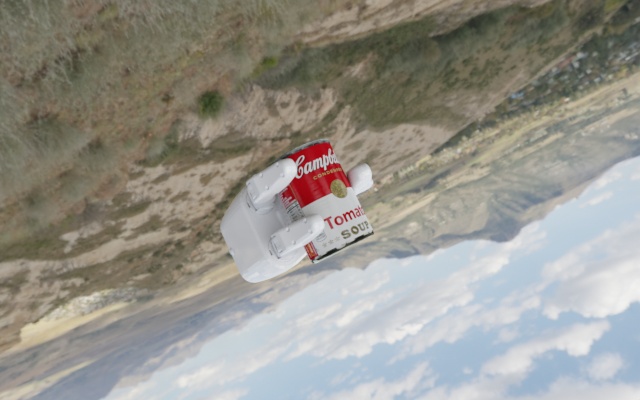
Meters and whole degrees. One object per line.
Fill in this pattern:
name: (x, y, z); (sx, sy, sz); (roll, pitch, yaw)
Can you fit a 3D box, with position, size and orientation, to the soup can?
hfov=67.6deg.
soup can: (0.001, 0.002, 0.461); (0.068, 0.102, 0.068); (-25, -7, -3)
